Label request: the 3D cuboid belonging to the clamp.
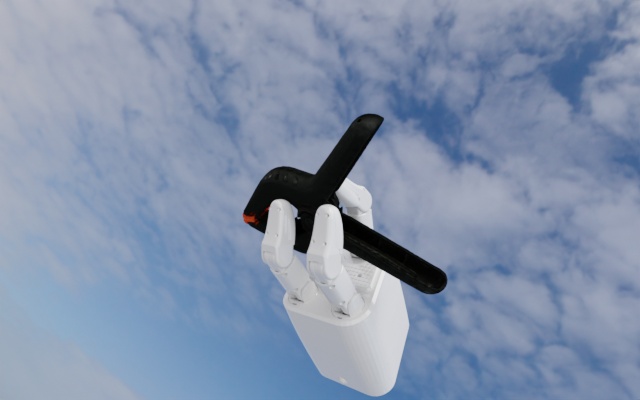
[{"bbox_3d":[0.000,0.001,0.427,0.210,0.165,0.036,6,38,40],"label":"clamp"}]
